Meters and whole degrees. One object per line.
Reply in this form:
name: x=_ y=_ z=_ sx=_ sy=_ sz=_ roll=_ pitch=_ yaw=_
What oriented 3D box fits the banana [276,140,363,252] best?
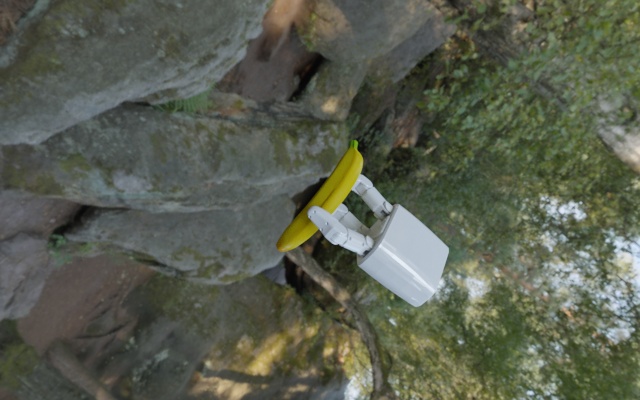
banana: x=0.004 y=0.002 z=0.677 sx=0.037 sy=0.198 sz=0.069 roll=37 pitch=4 yaw=-9
